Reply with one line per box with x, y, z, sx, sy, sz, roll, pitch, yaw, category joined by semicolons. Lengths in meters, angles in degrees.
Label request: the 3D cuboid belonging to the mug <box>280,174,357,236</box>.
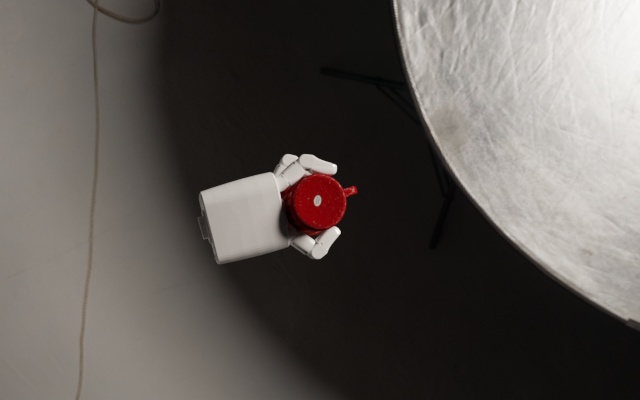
0.002;0.002;0.708;0.117;0.093;0.081;-16;-1;-15;mug
